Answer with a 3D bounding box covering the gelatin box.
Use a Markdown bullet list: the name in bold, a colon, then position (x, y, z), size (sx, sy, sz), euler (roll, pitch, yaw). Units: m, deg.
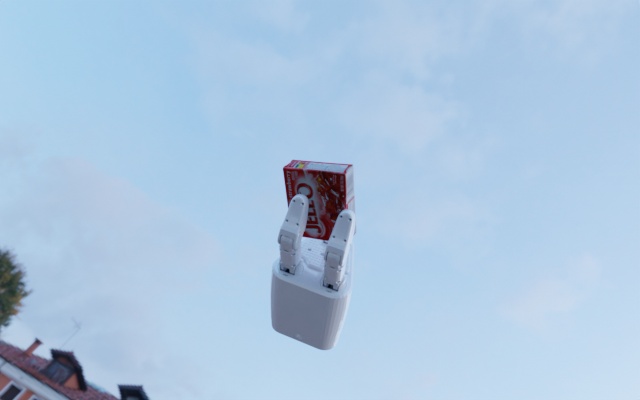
- **gelatin box**: position (0.000, 0.001, 0.533), size (0.073, 0.089, 0.030), euler (7, 29, 21)
